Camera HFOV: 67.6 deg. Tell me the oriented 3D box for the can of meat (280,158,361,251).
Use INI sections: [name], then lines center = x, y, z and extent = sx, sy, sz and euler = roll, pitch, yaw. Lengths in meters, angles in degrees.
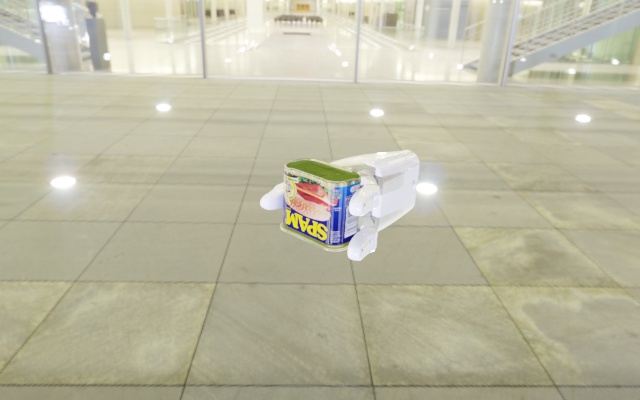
[can of meat]
center = 0.000, 0.002, 0.572
extent = 0.102, 0.084, 0.057
euler = 21, 28, 39
